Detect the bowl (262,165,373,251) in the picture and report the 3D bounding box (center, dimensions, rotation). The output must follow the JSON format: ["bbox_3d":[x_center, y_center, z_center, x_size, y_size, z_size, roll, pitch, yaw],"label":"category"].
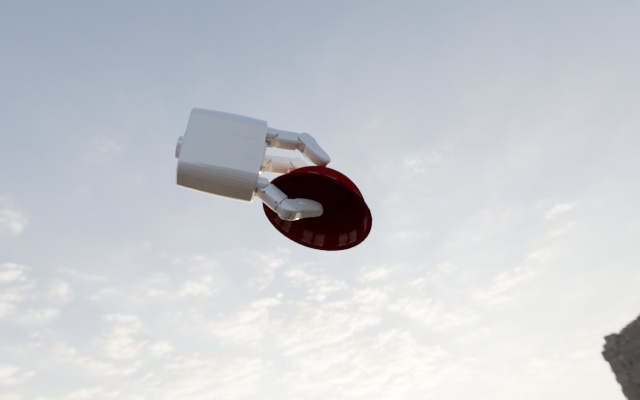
[{"bbox_3d":[0.001,0.003,0.691,0.162,0.055,0.162,11,-43,10],"label":"bowl"}]
